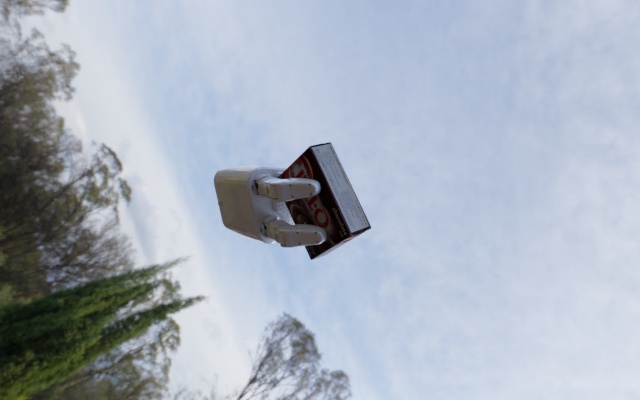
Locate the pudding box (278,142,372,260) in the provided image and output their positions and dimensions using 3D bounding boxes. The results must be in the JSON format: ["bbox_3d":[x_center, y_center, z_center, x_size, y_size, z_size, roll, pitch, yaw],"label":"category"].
[{"bbox_3d":[0.000,0.002,0.559,0.039,0.113,0.090,-20,-11,-37],"label":"pudding box"}]
